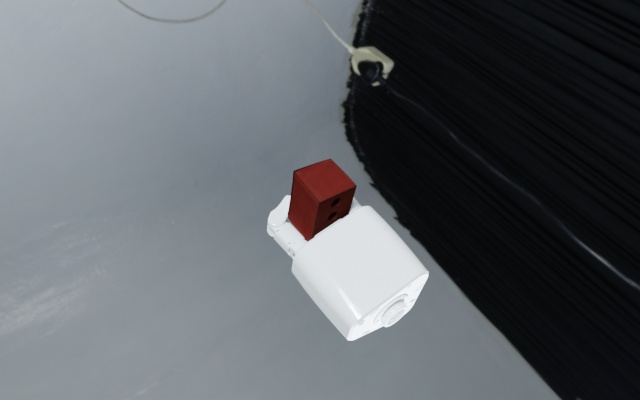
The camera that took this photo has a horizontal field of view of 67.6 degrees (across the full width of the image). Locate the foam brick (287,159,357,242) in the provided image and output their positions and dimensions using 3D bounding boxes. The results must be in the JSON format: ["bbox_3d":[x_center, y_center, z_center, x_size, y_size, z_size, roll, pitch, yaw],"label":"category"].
[{"bbox_3d":[0.000,0.002,0.542,0.053,0.078,0.051,-23,55,-28],"label":"foam brick"}]
